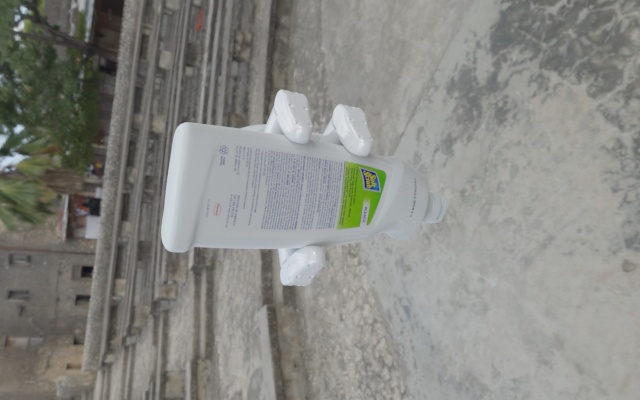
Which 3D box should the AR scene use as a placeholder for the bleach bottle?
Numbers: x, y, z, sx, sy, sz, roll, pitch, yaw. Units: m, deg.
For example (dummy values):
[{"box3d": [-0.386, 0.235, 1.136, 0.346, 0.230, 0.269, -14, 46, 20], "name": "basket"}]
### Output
[{"box3d": [0.000, 0.001, 0.414, 0.251, 0.102, 0.068, 7, 4, -25], "name": "bleach bottle"}]
